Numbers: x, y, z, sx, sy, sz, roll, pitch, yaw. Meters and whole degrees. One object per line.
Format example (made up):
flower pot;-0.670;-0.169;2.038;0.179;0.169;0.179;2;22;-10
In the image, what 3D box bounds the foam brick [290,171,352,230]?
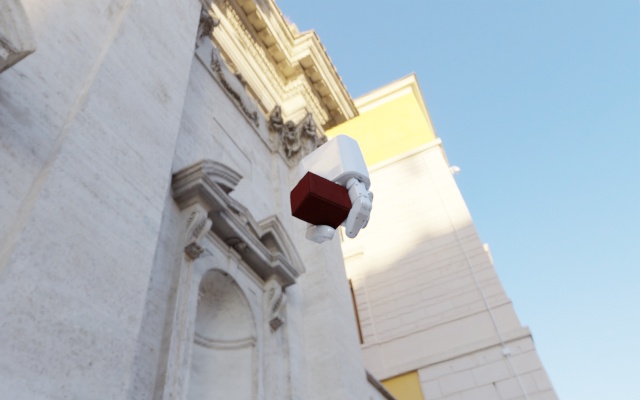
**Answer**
foam brick;0.000;0.002;0.708;0.078;0.051;0.053;24;-54;-27
